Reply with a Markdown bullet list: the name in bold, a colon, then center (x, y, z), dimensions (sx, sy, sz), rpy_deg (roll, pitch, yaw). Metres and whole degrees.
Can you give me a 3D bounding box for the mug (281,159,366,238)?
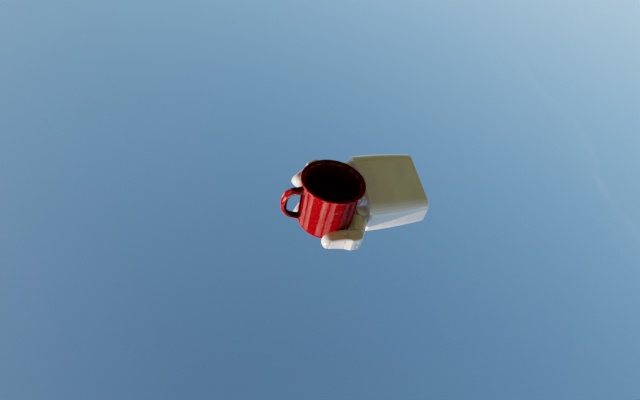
- **mug**: center (-0.001, 0.003, 0.685), dimensions (0.117, 0.082, 0.093), rpy_deg (-6, 46, -20)
